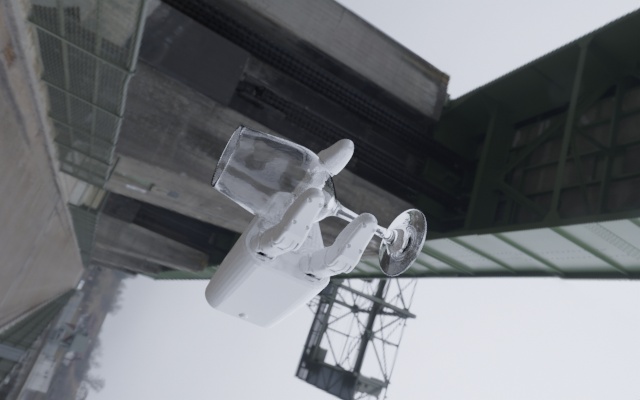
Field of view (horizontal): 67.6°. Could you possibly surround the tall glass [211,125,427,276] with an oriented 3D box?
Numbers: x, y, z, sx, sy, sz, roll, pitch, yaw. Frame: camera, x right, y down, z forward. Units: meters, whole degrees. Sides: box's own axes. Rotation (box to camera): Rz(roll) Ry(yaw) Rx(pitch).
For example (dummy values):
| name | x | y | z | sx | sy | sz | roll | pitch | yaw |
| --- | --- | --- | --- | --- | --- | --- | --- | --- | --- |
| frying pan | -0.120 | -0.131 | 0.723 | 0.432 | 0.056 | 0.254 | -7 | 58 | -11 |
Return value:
| name | x | y | z | sx | sy | sz | roll | pitch | yaw |
| --- | --- | --- | --- | --- | --- | --- | --- | --- | --- |
| tall glass | 0.001 | 0.002 | 0.457 | 0.201 | 0.079 | 0.079 | 27 | -10 | -20 |
